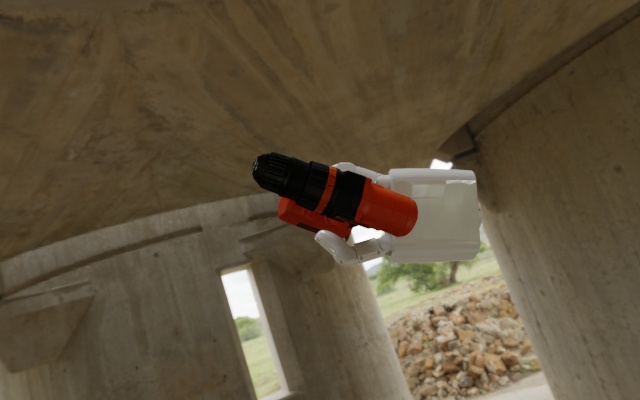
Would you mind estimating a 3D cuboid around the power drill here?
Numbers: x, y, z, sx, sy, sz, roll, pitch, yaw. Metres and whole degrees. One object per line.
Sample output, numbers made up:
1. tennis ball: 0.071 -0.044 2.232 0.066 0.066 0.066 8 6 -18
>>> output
1. power drill: 0.000 0.002 0.571 0.184 0.057 0.187 21 -10 -11
